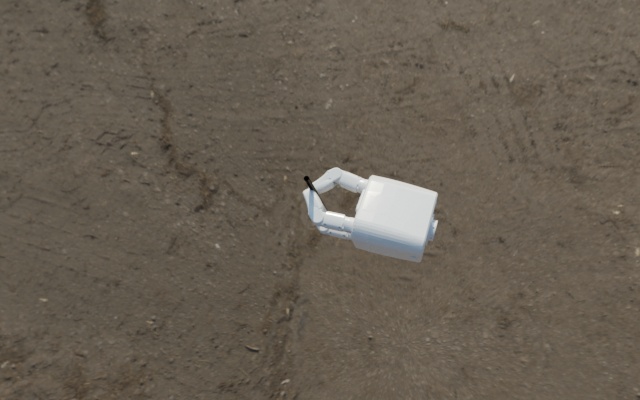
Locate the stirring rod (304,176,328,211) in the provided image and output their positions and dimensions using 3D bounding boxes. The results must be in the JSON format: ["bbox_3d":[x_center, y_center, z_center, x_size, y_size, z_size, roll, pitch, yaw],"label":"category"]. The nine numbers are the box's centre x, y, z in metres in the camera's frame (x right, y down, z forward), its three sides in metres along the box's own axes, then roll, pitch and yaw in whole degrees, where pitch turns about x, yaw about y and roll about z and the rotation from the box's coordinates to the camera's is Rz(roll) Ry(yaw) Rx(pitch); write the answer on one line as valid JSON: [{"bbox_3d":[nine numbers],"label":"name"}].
[{"bbox_3d":[0.000,0.003,0.797,0.011,0.011,0.240,0,-17,10],"label":"stirring rod"}]
